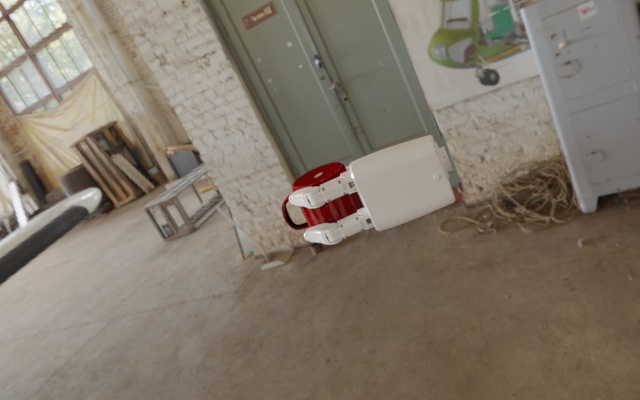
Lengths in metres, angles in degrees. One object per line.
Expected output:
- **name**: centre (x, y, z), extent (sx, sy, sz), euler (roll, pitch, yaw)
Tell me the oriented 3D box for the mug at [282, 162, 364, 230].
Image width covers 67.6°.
- **mug**: centre (-0.001, 0.003, 0.681), extent (0.117, 0.081, 0.093), euler (-21, 18, 13)
